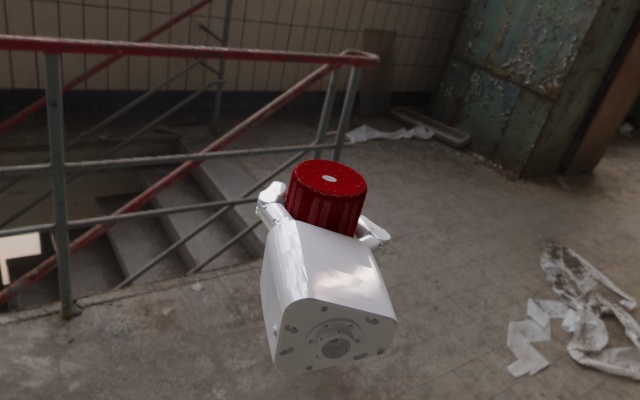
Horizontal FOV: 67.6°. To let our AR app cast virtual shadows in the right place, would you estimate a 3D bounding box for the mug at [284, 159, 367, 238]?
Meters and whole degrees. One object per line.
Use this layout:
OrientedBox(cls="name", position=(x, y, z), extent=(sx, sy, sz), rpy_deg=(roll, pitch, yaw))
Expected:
OrientedBox(cls="mug", position=(0.000, 0.001, 0.529), extent=(0.093, 0.081, 0.117), rpy_deg=(4, 32, -17))
